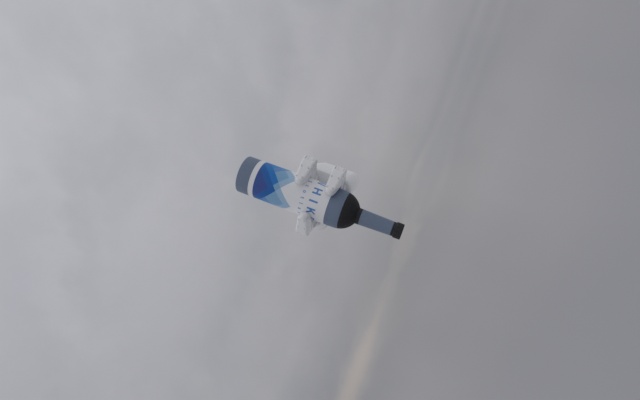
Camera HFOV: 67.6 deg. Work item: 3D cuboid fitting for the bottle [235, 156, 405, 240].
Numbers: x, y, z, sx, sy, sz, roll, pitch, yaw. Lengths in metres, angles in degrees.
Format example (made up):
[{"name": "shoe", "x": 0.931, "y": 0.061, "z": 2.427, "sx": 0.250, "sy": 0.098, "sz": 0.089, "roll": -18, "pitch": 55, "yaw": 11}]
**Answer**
[{"name": "bottle", "x": 0.000, "y": 0.003, "z": 0.820, "sx": 0.295, "sy": 0.069, "sz": 0.069, "roll": 20, "pitch": 4, "yaw": 11}]
